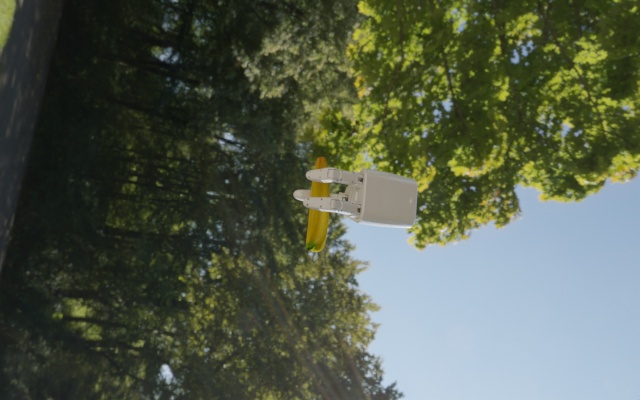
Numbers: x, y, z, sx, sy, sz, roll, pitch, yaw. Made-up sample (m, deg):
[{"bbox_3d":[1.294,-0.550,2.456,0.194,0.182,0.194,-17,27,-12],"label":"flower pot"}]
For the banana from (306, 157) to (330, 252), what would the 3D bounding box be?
[{"bbox_3d":[-0.002,0.016,0.861,0.037,0.197,0.070,6,-34,-2],"label":"banana"}]
